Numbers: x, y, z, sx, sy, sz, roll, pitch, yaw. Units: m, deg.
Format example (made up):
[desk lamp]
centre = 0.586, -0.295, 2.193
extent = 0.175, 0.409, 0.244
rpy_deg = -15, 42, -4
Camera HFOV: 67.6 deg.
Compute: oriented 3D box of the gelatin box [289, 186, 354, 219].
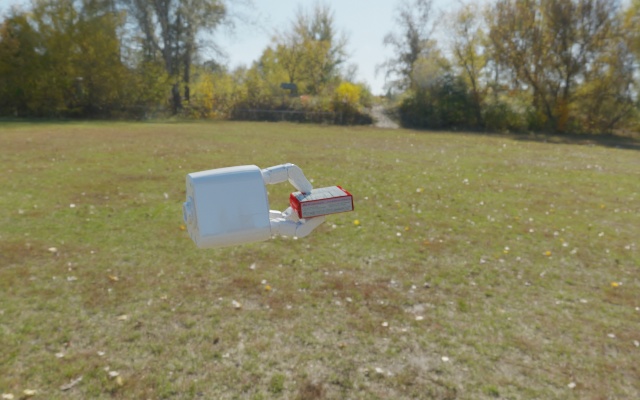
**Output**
[gelatin box]
centre = 0.000, 0.002, 0.765
extent = 0.089, 0.030, 0.073
rpy_deg = -9, 15, -12
